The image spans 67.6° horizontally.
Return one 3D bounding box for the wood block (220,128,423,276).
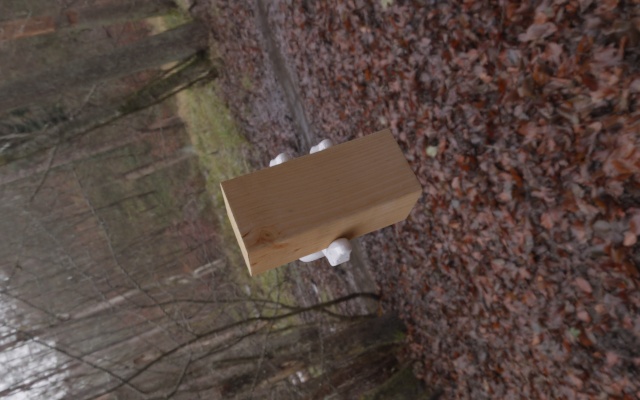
[{"bbox_3d":[0.000,0.002,0.560,0.206,0.090,0.090,-20,-22,-13],"label":"wood block"}]
